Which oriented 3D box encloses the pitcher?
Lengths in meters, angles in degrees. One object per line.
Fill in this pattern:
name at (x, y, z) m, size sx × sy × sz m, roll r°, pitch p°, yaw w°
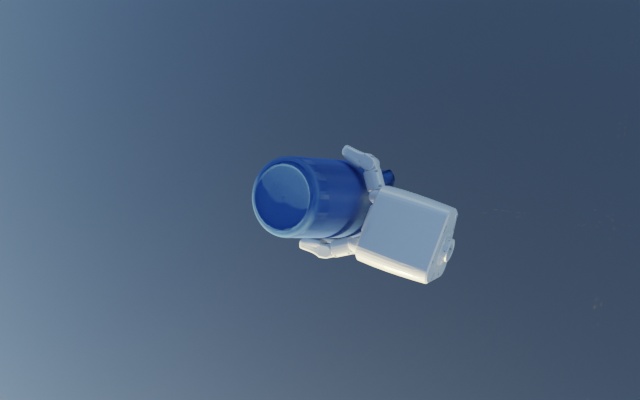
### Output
pitcher at (0.000, 0.002, 0.727) m, size 0.145 × 0.149 × 0.243 m, roll 19°, pitch 9°, yaw 28°
